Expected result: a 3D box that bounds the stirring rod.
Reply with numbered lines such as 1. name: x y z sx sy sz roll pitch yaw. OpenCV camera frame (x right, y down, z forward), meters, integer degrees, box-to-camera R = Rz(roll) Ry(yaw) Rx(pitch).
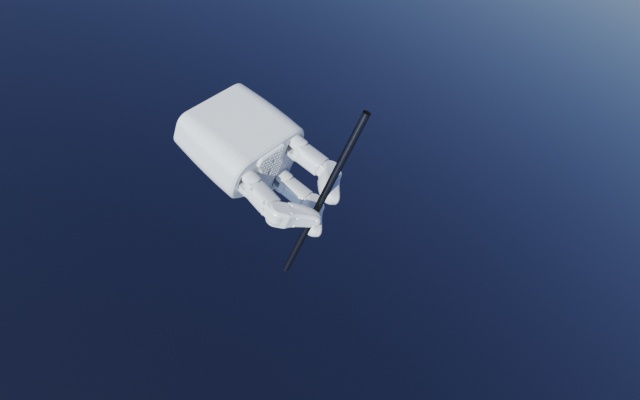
1. stirring rod: 0.000 0.002 0.520 0.011 0.011 0.240 0 -44 -30
